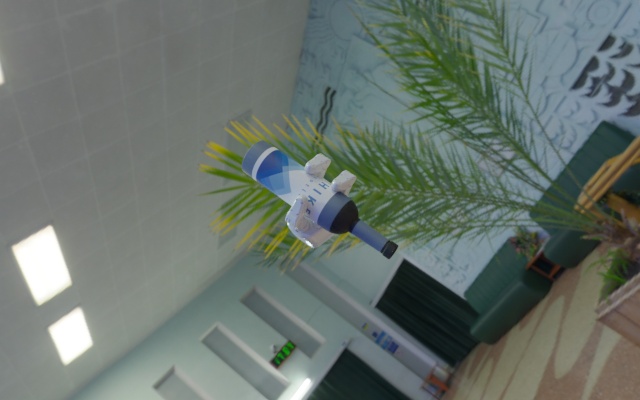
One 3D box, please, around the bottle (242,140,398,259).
[{"bbox_3d":[0.000,0.002,0.798,0.295,0.069,0.069,35,11,16],"label":"bottle"}]
